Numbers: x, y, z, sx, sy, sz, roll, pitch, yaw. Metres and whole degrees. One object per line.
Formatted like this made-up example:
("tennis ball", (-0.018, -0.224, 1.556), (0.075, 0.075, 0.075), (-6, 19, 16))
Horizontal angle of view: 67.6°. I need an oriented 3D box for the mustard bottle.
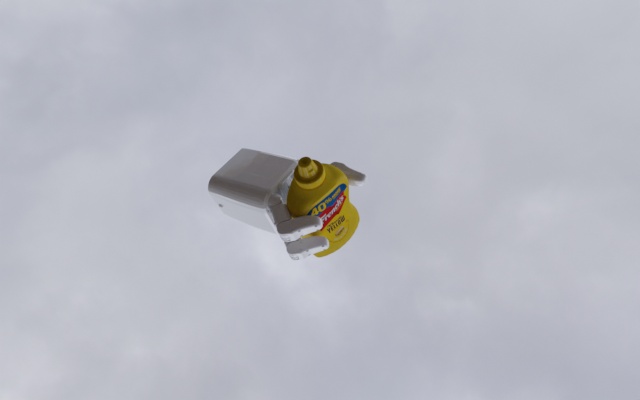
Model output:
("mustard bottle", (0.000, 0.003, 0.680), (0.058, 0.096, 0.192), (42, -15, 33))
